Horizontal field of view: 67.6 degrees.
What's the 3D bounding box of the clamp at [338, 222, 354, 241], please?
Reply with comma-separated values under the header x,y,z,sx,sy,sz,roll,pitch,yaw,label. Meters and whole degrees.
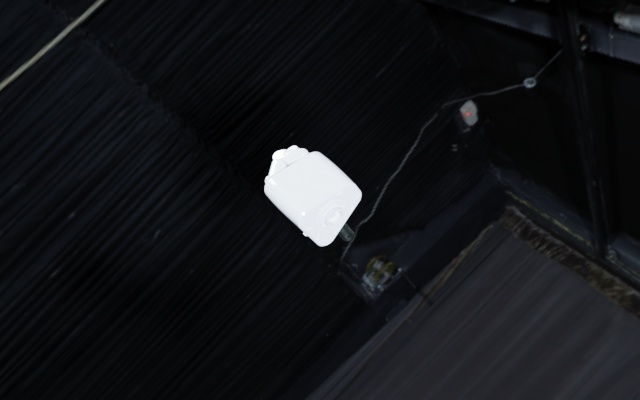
x,y,z,sx,sy,sz,roll,pitch,yaw,label
0.000,0.002,0.855,0.120,0.039,0.171,44,-2,44,clamp
